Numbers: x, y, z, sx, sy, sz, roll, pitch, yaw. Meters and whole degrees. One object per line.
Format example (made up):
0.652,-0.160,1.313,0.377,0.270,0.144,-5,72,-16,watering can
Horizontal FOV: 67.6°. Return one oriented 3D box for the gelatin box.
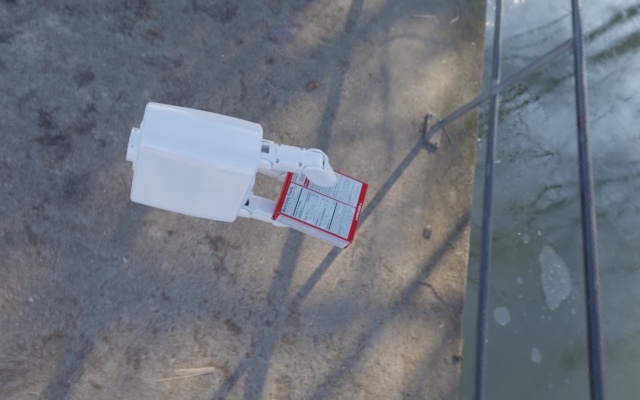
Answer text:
0.001,0.002,0.516,0.089,0.073,0.030,22,-26,-10,gelatin box
